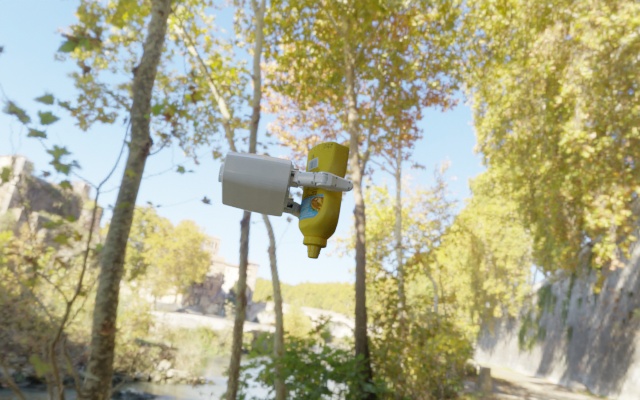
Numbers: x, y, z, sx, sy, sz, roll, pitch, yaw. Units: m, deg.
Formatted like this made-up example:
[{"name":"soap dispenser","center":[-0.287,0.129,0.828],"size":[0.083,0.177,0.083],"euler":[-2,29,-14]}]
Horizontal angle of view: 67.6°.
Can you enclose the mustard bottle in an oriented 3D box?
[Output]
[{"name":"mustard bottle","center":[0.000,0.002,0.802],"size":[0.058,0.191,0.096],"euler":[17,-17,-28]}]
